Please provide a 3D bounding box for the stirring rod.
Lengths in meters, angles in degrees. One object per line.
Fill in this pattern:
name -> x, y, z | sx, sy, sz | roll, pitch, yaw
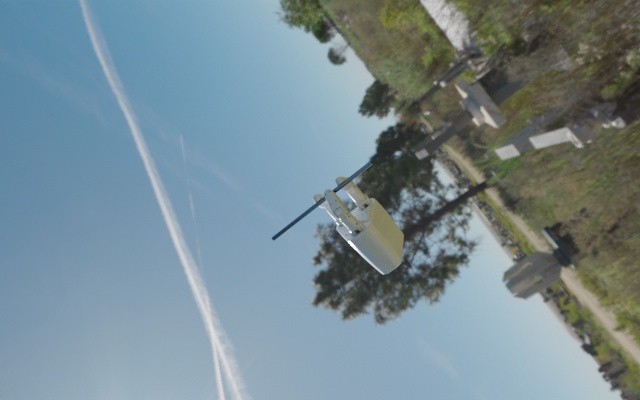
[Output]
stirring rod -> 0.000, 0.003, 0.891 | 0.239, 0.011, 0.011 | -38, -11, 15
